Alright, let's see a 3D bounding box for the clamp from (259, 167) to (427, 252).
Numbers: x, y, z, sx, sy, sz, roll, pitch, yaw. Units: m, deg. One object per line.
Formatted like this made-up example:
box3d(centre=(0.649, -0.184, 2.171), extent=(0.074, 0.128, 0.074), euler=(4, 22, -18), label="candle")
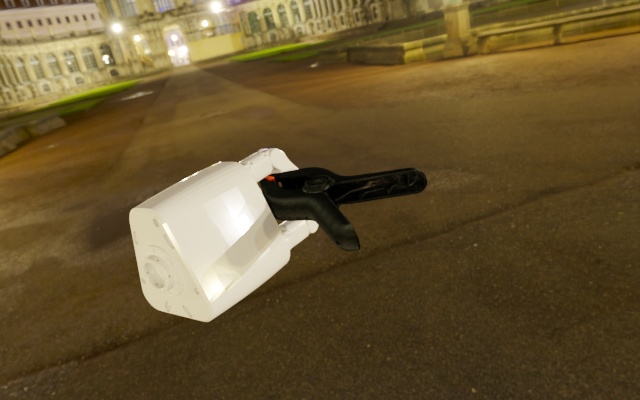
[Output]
box3d(centre=(0.000, 0.001, 0.446), extent=(0.171, 0.039, 0.120), euler=(1, 24, 35), label="clamp")
